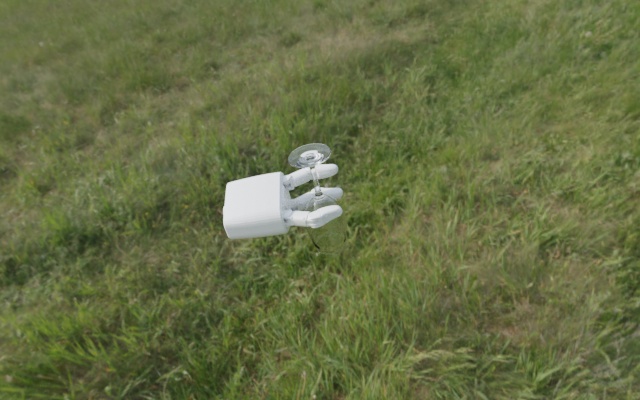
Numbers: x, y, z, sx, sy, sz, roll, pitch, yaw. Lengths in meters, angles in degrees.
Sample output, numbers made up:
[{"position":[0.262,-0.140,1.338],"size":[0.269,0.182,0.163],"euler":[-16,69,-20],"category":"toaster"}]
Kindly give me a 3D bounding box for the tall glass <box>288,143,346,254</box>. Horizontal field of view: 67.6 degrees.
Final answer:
[{"position":[0.000,0.002,0.856],"size":[0.079,0.201,0.079],"euler":[-9,35,7],"category":"tall glass"}]
